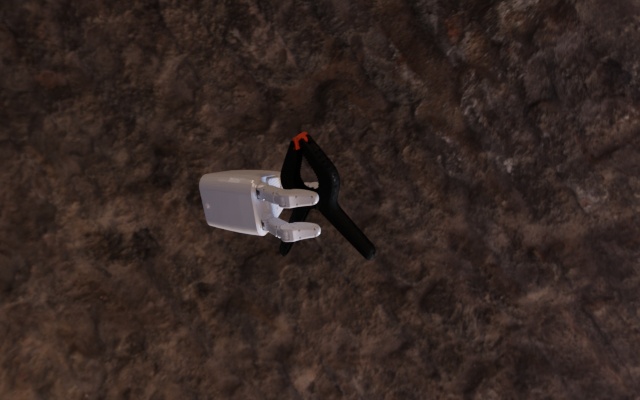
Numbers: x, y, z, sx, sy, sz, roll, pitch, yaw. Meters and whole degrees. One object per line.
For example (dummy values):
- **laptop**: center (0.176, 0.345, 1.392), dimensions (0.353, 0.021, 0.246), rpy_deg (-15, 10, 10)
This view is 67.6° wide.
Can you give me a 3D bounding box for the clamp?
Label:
- **clamp**: center (0.000, 0.001, 0.719), dimensions (0.164, 0.210, 0.036), rpy_deg (5, 27, 23)
